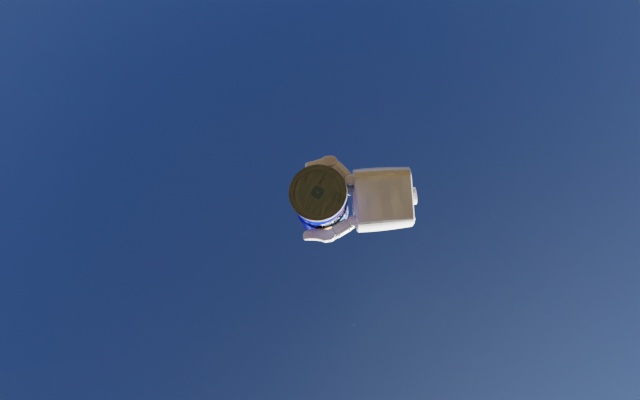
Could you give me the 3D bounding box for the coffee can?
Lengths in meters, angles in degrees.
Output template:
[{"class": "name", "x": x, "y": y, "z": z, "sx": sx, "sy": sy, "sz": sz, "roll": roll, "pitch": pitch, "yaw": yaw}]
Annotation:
[{"class": "coffee can", "x": 0.000, "y": 0.003, "z": 0.894, "sx": 0.103, "sy": 0.102, "sz": 0.140, "roll": 0, "pitch": -14, "yaw": 4}]
